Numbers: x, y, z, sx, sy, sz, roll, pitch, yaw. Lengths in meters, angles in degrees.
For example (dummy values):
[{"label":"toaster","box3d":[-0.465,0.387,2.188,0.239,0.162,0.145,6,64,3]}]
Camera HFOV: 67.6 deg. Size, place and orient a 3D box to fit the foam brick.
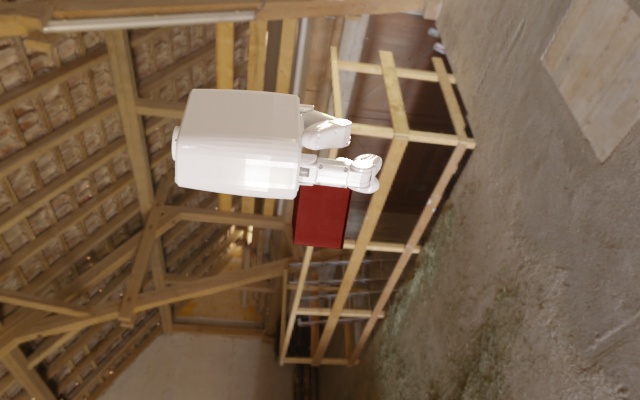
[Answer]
[{"label":"foam brick","box3d":[0.000,0.002,0.482,0.051,0.078,0.053,4,25,-9]}]
